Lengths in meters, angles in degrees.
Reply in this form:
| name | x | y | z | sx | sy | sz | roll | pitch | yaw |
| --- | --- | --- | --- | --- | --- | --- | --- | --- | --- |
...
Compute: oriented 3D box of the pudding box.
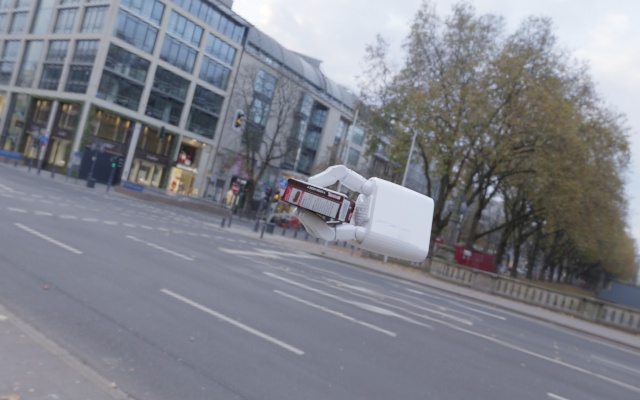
| name | x | y | z | sx | sy | sz | roll | pitch | yaw |
| --- | --- | --- | --- | --- | --- | --- | --- | --- | --- |
| pudding box | 0.000 | 0.002 | 0.717 | 0.090 | 0.039 | 0.113 | 18 | -3 | 13 |
